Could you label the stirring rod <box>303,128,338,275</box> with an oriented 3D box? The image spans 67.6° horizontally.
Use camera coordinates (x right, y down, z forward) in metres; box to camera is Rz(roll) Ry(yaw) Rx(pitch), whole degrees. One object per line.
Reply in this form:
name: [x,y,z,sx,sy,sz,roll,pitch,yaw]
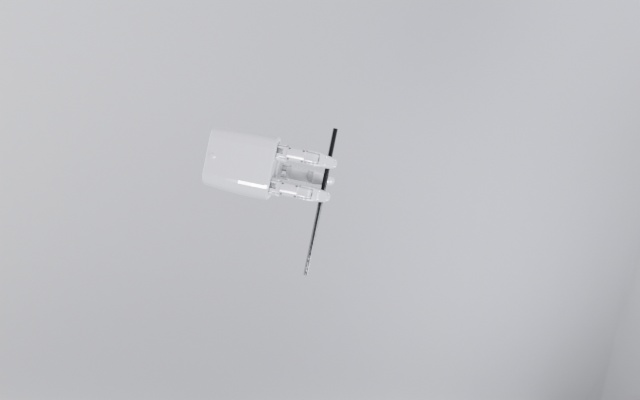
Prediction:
stirring rod: [0.000,0.002,0.769,0.011,0.239,0.011,11,2,0]
